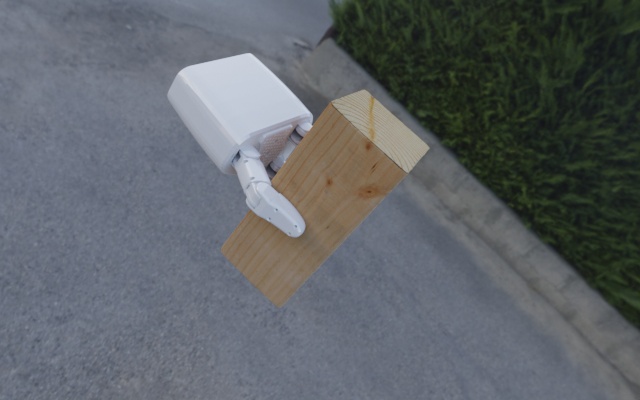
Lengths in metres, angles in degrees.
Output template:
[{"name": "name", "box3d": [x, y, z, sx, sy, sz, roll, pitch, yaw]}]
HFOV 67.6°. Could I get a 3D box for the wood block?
[{"name": "wood block", "box3d": [0.000, 0.001, 0.482, 0.206, 0.090, 0.090, -50, -6, 31]}]
